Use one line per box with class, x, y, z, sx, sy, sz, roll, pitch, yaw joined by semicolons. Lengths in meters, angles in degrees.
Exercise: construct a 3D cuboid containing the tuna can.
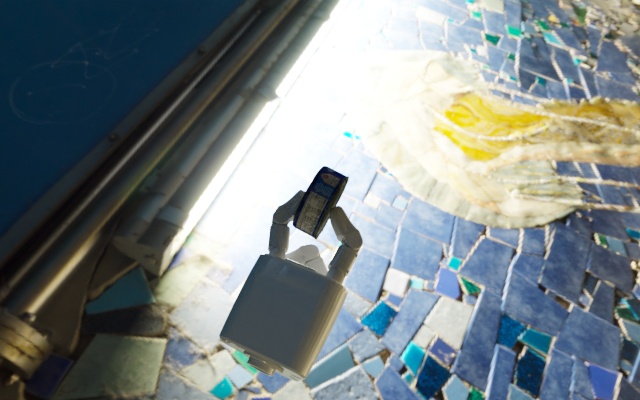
tuna can;0.000;0.002;0.576;0.034;0.086;0.086;28;3;6
